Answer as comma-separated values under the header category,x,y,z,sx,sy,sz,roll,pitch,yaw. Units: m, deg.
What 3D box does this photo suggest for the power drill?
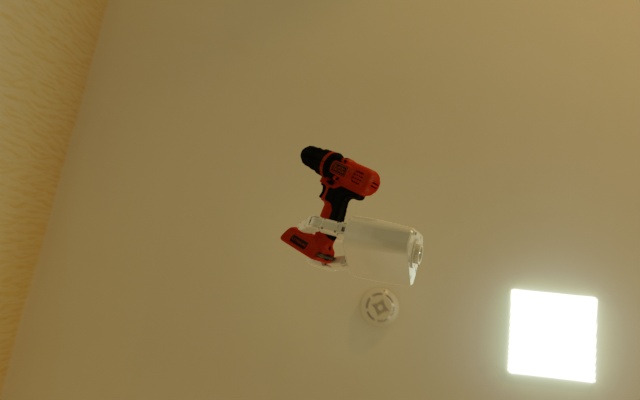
category,x,y,z,sx,sy,sz,roll,pitch,yaw
power drill,0.000,0.003,0.856,0.184,0.187,0.057,28,6,43
